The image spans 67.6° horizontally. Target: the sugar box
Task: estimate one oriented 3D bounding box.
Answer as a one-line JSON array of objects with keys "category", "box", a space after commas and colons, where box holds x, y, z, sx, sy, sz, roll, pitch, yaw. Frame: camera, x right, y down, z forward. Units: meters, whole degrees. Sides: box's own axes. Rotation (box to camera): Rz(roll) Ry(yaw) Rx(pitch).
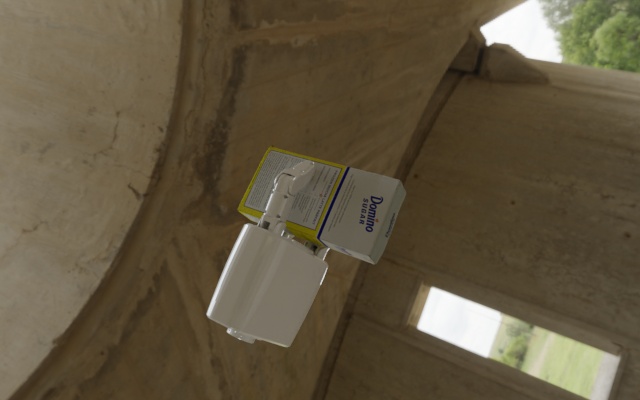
[{"category": "sugar box", "box": [0.000, 0.002, 0.555, 0.176, 0.093, 0.048, 19, -14, 24]}]
